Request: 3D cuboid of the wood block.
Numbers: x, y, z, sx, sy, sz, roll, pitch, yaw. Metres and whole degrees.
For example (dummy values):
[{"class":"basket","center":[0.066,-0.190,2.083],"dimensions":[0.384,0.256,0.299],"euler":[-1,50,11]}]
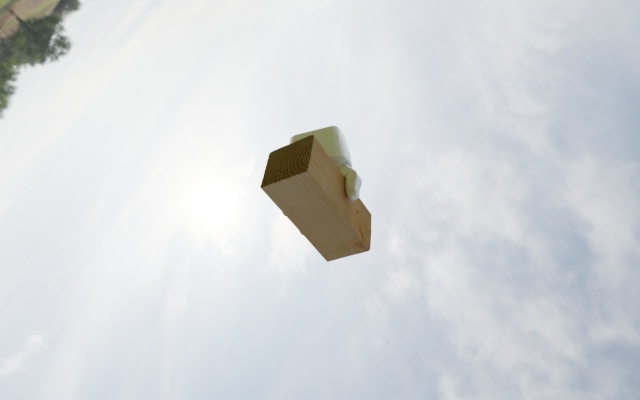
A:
[{"class":"wood block","center":[0.000,0.002,0.809],"dimensions":[0.091,0.090,0.206],"euler":[-19,-50,26]}]
